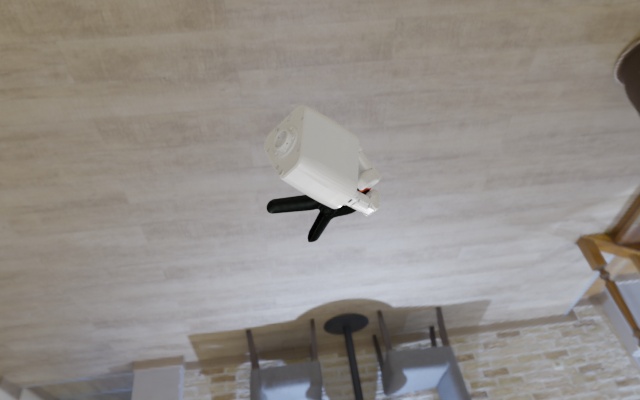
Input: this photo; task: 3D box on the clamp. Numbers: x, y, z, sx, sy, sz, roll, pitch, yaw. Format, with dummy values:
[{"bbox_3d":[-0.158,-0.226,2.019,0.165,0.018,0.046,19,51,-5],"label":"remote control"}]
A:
[{"bbox_3d":[0.000,0.003,0.771,0.120,0.039,0.171,27,-52,-37],"label":"clamp"}]
